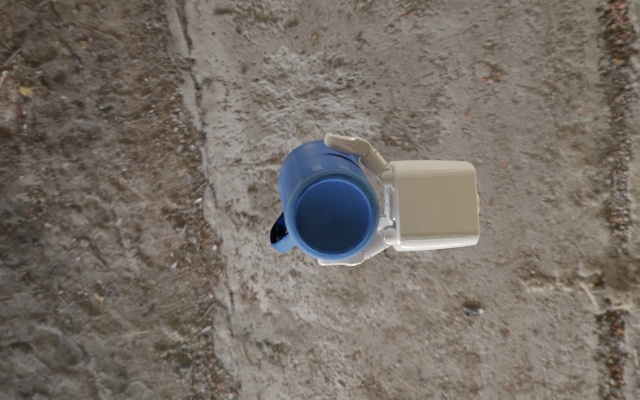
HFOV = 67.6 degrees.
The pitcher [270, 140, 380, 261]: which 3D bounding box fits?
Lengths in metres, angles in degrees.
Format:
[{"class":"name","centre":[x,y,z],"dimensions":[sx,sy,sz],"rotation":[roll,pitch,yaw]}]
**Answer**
[{"class":"pitcher","centre":[0.000,0.002,0.644],"dimensions":[0.145,0.149,0.242],"rotation":[-1,12,-3]}]
